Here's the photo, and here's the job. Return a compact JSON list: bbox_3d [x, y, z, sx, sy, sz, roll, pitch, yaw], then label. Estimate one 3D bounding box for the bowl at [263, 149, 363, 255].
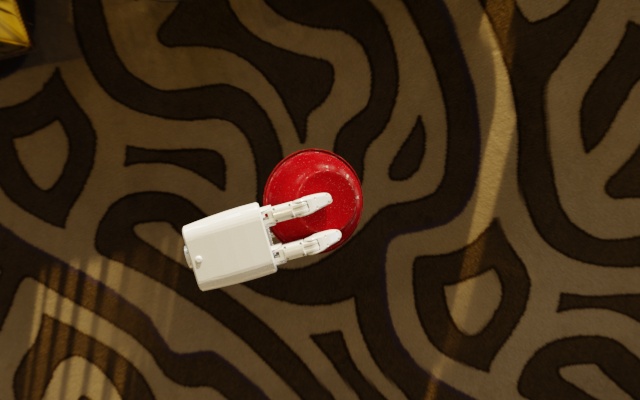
[{"bbox_3d":[0.001,0.002,0.704,0.162,0.162,0.055,0,1,-20],"label":"bowl"}]
